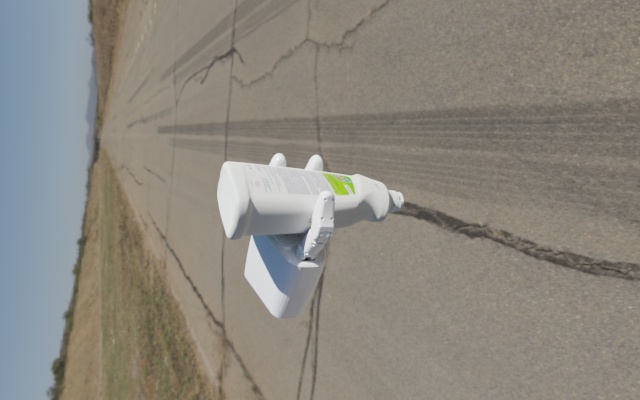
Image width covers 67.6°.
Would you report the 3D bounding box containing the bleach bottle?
[{"bbox_3d":[0.000,0.002,0.621,0.251,0.068,0.102,3,36,-25],"label":"bleach bottle"}]
